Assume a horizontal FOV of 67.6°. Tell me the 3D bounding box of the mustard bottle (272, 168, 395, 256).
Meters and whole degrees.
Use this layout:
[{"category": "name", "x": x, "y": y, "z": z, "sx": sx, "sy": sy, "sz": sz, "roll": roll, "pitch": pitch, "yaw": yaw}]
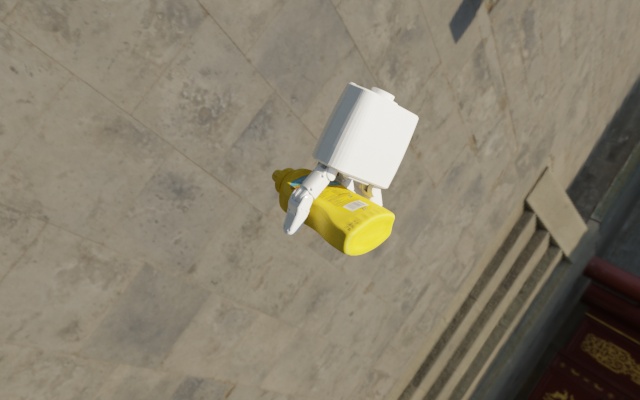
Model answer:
[{"category": "mustard bottle", "x": 0.000, "y": 0.003, "z": 0.655, "sx": 0.096, "sy": 0.058, "sz": 0.191, "roll": -20, "pitch": 40, "yaw": -41}]
